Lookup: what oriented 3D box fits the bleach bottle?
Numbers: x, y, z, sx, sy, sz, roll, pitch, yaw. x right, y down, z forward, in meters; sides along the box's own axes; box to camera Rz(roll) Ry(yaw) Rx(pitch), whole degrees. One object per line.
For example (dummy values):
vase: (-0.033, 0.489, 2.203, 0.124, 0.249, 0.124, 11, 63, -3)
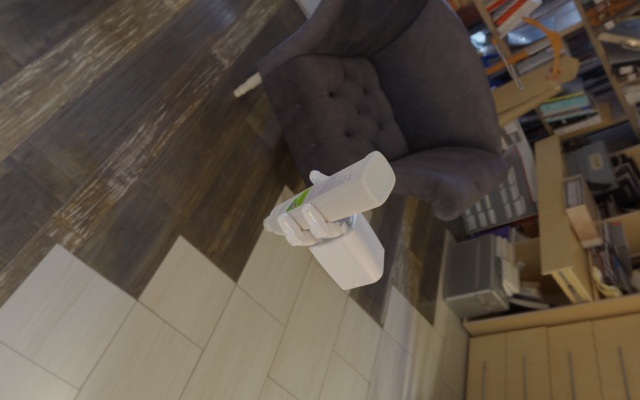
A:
bleach bottle: (0.000, 0.003, 0.817, 0.251, 0.068, 0.102, -22, 20, 37)
